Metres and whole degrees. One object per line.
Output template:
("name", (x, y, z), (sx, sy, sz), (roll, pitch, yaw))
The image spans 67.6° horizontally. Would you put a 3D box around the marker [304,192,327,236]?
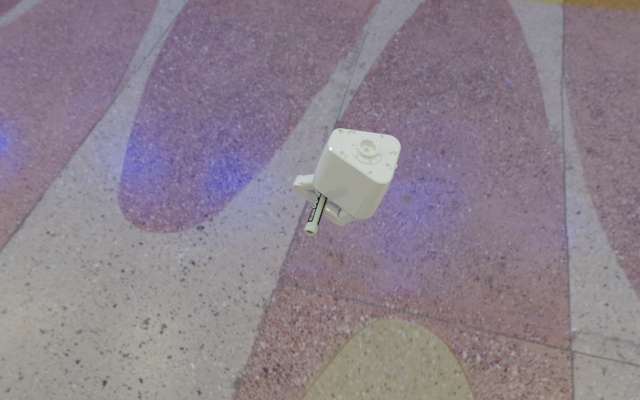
("marker", (0.000, 0.003, 0.776), (0.020, 0.121, 0.020), (14, -32, 9))
